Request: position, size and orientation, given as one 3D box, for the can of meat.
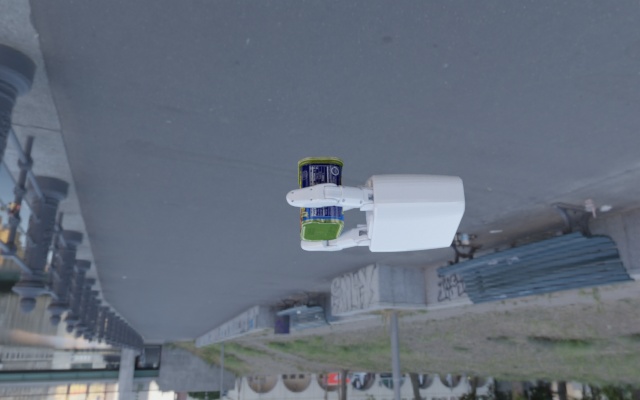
[{"bbox_3d":[0.000,0.002,0.615,0.057,0.084,0.102,-1,-18,-3],"label":"can of meat"}]
